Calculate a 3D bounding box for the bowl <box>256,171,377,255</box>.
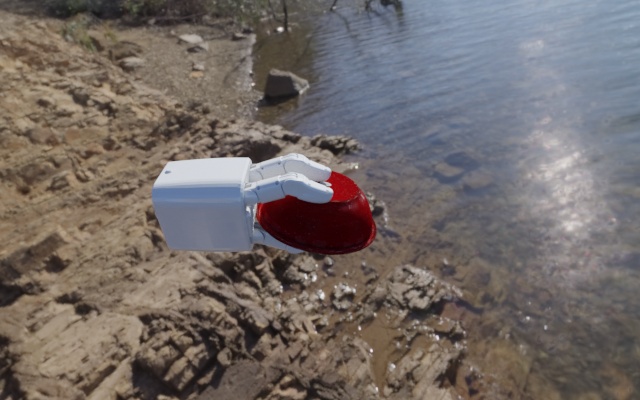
[{"bbox_3d":[0.001,0.002,0.618,0.162,0.055,0.162,10,28,-5],"label":"bowl"}]
